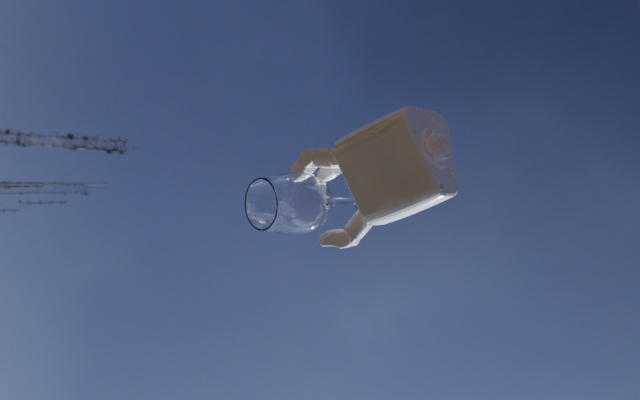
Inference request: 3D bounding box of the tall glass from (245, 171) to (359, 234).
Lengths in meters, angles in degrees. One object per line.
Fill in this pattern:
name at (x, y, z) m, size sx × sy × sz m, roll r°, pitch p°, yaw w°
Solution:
tall glass at (0.000, 0.002, 0.622) m, size 0.079 × 0.079 × 0.201 m, roll 0°, pitch 1°, yaw 45°
